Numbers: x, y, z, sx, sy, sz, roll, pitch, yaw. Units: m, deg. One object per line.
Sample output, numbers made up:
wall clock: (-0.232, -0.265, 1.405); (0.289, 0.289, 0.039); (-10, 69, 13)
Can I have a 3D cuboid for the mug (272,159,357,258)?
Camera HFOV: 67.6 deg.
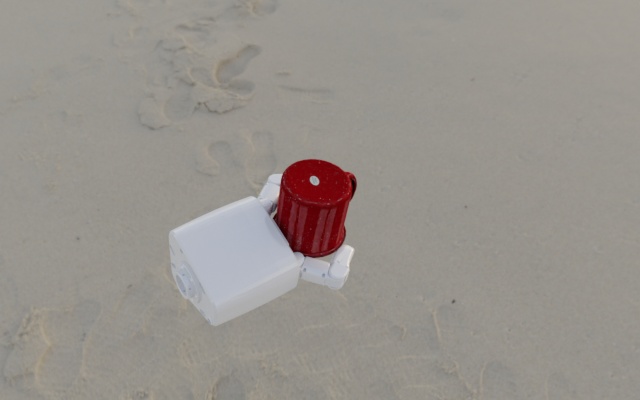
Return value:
mug: (0.001, 0.001, 0.565); (0.117, 0.082, 0.093); (-26, 54, -33)
